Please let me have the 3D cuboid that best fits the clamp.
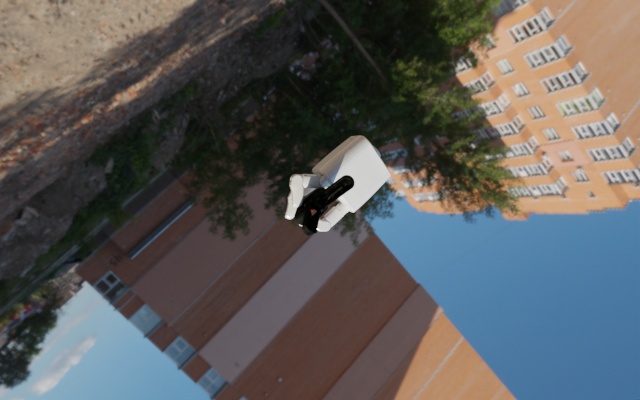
[{"bbox_3d":[0.000,0.003,0.835,0.120,0.039,0.171,-43,13,-6],"label":"clamp"}]
